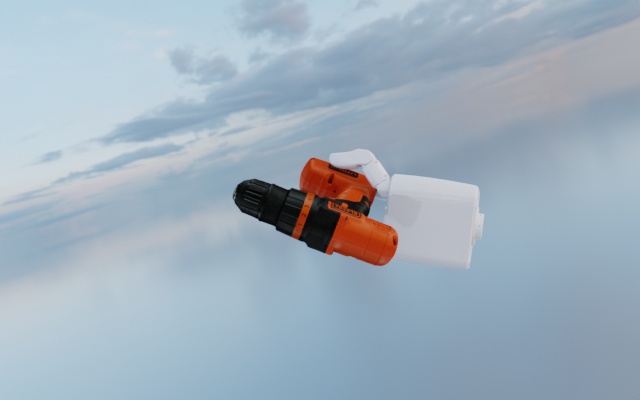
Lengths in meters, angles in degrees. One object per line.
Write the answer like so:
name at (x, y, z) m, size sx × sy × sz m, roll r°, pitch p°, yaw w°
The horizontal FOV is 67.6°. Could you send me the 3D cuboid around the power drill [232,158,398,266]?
power drill at (0.000, 0.002, 0.578) m, size 0.184 × 0.057 × 0.187 m, roll 22°, pitch 20°, yaw -2°
